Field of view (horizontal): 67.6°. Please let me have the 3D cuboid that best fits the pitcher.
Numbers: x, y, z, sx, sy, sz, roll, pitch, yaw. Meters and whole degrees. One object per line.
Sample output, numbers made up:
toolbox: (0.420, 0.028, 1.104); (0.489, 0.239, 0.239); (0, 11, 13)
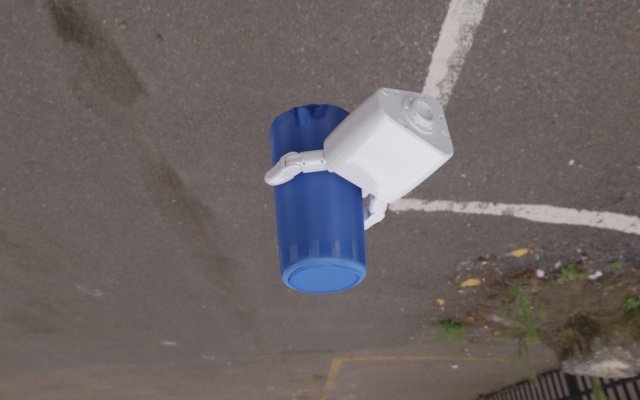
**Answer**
pitcher: (0.000, 0.002, 0.662); (0.149, 0.242, 0.145); (17, -37, -31)
